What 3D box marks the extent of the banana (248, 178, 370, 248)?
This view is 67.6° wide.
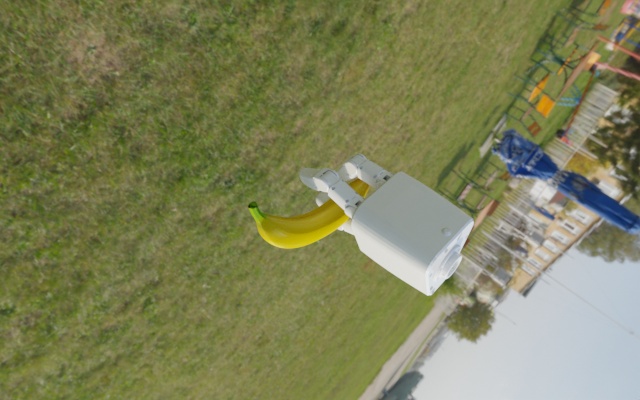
[{"bbox_3d":[-0.006,0.019,0.599,0.198,0.070,0.037,-16,38,-43],"label":"banana"}]
